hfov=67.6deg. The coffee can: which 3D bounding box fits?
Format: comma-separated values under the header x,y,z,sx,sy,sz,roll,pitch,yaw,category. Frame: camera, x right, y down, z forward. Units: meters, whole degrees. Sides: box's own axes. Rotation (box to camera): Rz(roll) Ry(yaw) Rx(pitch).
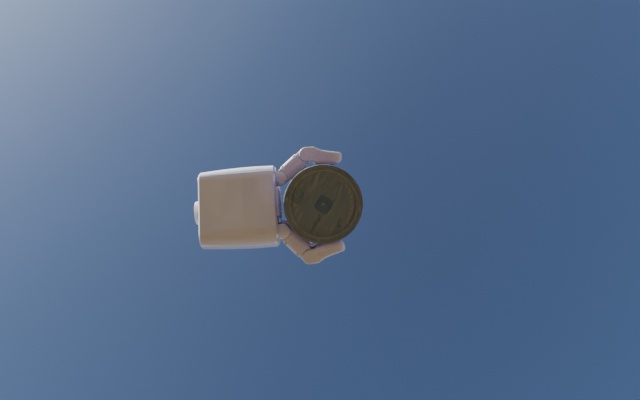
x,y,z,sx,sy,sz,roll,pitch,yaw,category
0.000,0.002,0.679,0.103,0.103,0.140,0,2,-3,coffee can
